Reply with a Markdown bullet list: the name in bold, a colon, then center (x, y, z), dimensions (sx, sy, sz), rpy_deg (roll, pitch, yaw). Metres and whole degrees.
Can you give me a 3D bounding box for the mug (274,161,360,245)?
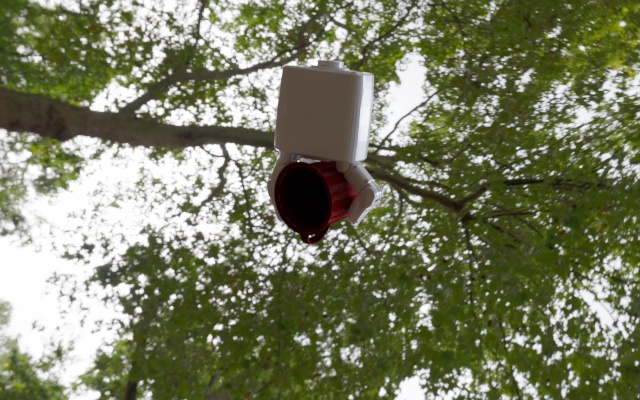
- **mug**: center (0.000, 0.003, 0.621), dimensions (0.093, 0.117, 0.081), rpy_deg (19, 22, 34)
